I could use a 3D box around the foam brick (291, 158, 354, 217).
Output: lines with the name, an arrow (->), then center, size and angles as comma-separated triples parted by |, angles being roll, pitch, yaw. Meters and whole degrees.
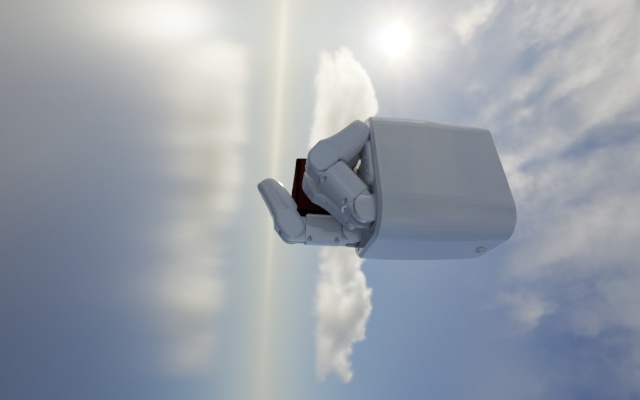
foam brick -> 0.000, 0.001, 0.442 | 0.051, 0.053, 0.078 | 2, -21, -6
